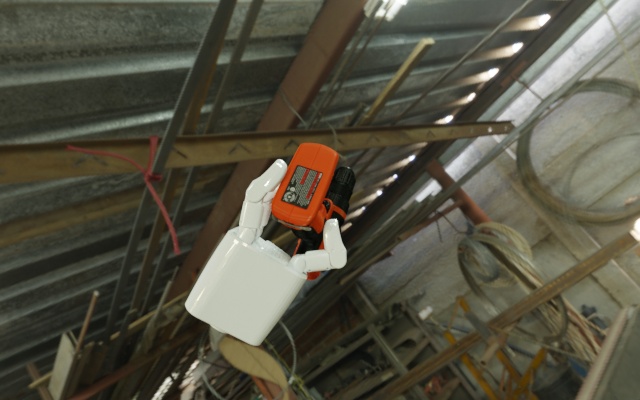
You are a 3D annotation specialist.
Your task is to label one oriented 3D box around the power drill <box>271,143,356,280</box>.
[{"bbox_3d":[0.000,0.002,0.645,0.057,0.184,0.188,16,-21,16],"label":"power drill"}]
